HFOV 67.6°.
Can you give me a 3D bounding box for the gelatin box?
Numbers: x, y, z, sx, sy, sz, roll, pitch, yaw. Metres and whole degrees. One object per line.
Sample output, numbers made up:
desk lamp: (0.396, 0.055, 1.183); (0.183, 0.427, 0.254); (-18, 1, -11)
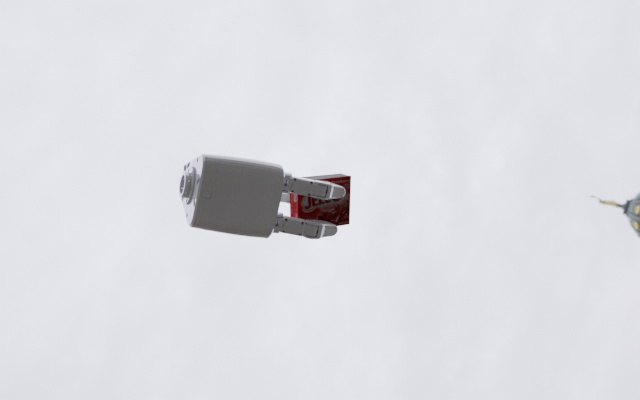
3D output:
gelatin box: (0.000, 0.002, 0.680); (0.089, 0.073, 0.030); (-7, 16, -30)
